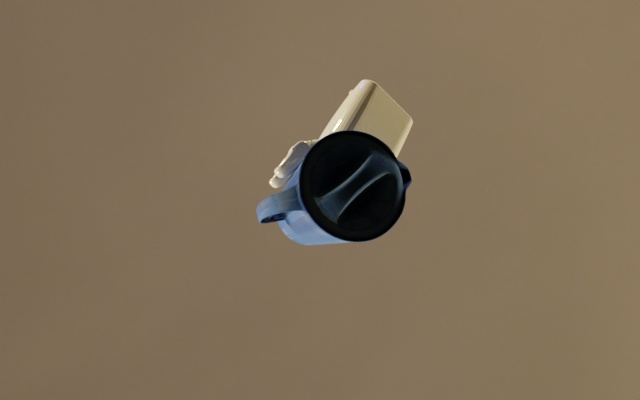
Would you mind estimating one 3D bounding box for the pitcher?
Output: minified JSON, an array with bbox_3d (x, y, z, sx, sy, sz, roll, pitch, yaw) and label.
[{"bbox_3d":[0.000,0.002,0.660,0.149,0.145,0.243,31,-16,-8],"label":"pitcher"}]
